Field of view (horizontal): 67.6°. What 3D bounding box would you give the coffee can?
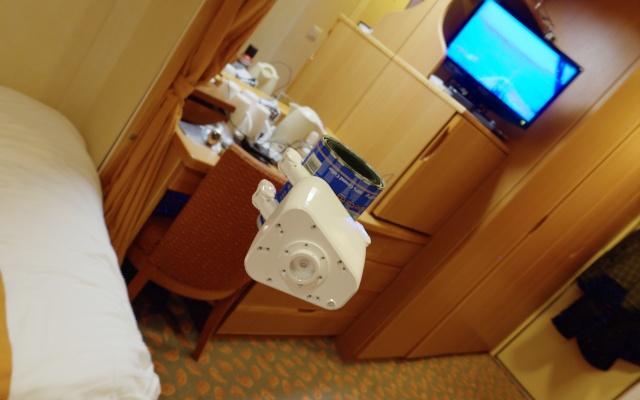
[{"bbox_3d":[0.000,0.002,0.612,0.103,0.140,0.102,36,17,-13],"label":"coffee can"}]
